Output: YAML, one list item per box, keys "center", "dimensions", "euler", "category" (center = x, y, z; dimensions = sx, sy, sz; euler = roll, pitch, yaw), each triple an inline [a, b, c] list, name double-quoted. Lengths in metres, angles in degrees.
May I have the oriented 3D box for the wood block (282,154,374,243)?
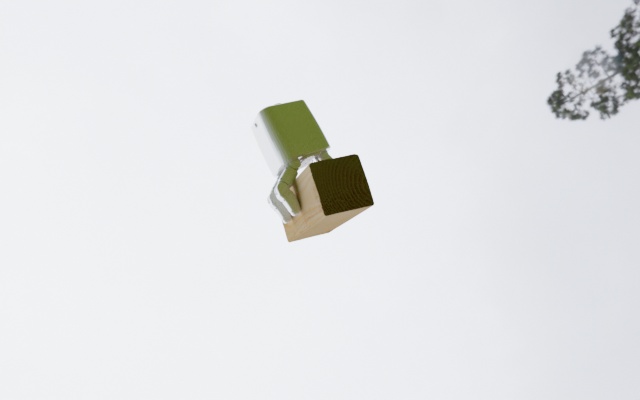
- center: [0.000, 0.002, 0.833]
  dimensions: [0.091, 0.090, 0.206]
  euler: [-13, -11, -23]
  category: "wood block"
